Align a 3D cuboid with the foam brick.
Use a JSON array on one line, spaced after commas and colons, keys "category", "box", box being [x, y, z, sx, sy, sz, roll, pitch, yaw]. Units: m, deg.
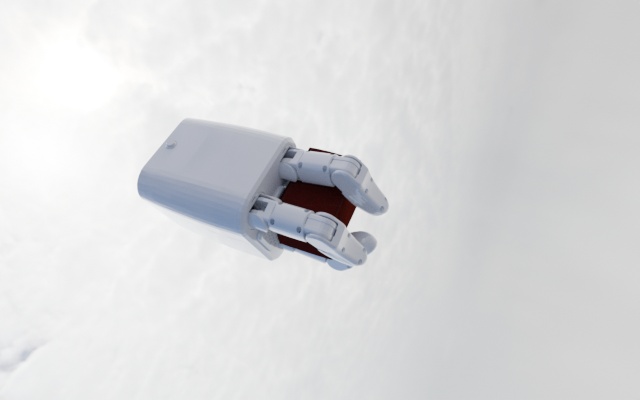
[{"category": "foam brick", "box": [0.000, 0.001, 0.419, 0.051, 0.078, 0.053, 16, -35, 17]}]
